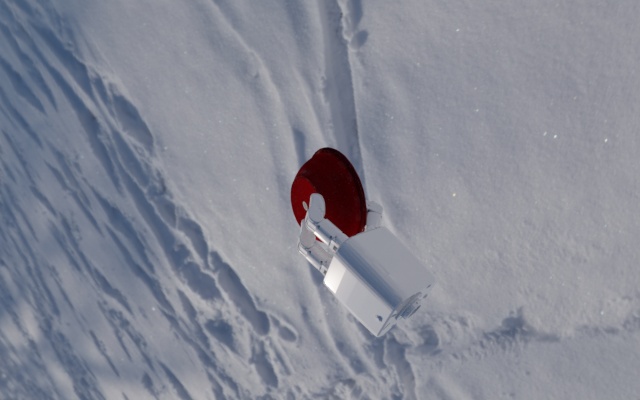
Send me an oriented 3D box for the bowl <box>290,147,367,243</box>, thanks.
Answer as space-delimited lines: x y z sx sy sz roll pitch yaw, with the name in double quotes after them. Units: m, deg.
-0.001 0.002 0.730 0.055 0.162 0.162 -14 7 -30 "bowl"
